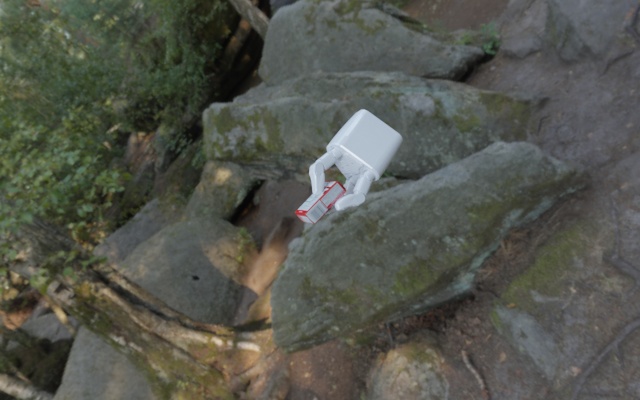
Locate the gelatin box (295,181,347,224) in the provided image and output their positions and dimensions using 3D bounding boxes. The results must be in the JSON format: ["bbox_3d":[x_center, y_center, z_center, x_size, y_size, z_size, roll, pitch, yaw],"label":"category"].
[{"bbox_3d":[0.000,0.003,0.893,0.089,0.030,0.073,-46,14,-12],"label":"gelatin box"}]
